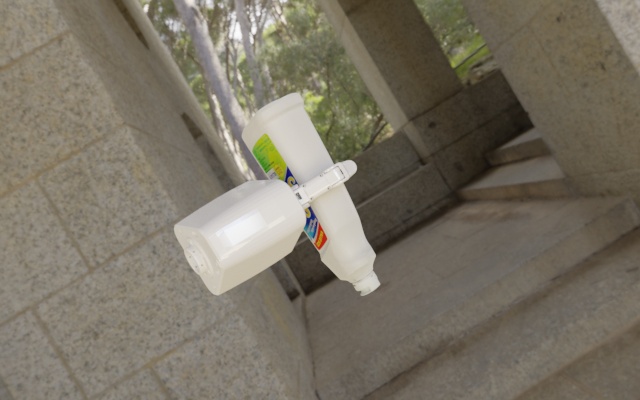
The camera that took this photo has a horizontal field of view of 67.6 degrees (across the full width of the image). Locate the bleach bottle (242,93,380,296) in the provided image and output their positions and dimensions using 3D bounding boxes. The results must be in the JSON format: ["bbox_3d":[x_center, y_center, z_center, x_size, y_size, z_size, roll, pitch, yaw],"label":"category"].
[{"bbox_3d":[0.000,0.002,0.584,0.068,0.251,0.102,-32,1,-27],"label":"bleach bottle"}]
